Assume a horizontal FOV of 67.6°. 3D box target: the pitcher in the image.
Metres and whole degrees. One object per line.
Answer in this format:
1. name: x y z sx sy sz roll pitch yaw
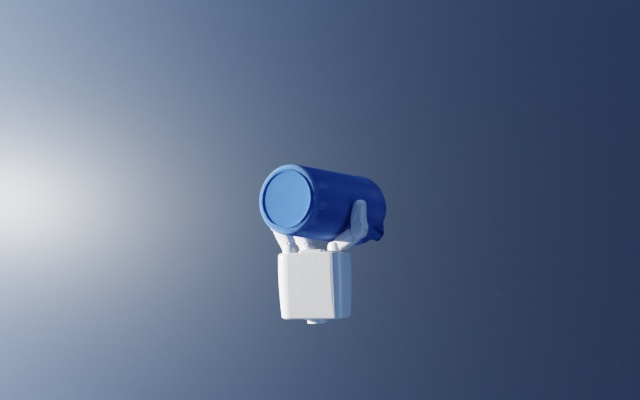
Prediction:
1. pitcher: 0.000 0.003 0.817 0.149 0.145 0.243 -7 -9 29
